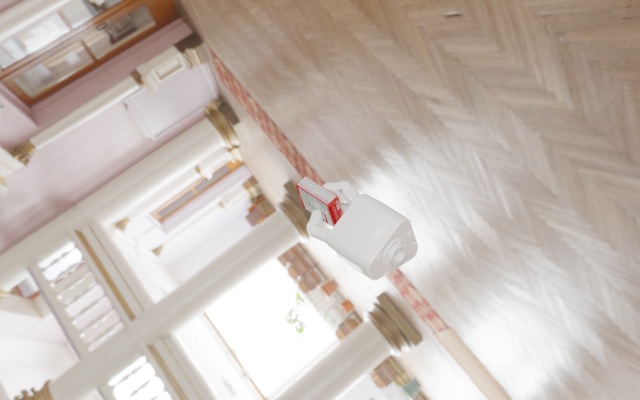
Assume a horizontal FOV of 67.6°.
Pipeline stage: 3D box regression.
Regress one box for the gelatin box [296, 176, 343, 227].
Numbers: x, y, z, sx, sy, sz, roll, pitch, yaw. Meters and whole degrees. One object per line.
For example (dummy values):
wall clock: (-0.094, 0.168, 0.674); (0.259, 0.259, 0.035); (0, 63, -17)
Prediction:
gelatin box: (0.000, 0.003, 0.891); (0.089, 0.030, 0.073); (32, -24, 32)
